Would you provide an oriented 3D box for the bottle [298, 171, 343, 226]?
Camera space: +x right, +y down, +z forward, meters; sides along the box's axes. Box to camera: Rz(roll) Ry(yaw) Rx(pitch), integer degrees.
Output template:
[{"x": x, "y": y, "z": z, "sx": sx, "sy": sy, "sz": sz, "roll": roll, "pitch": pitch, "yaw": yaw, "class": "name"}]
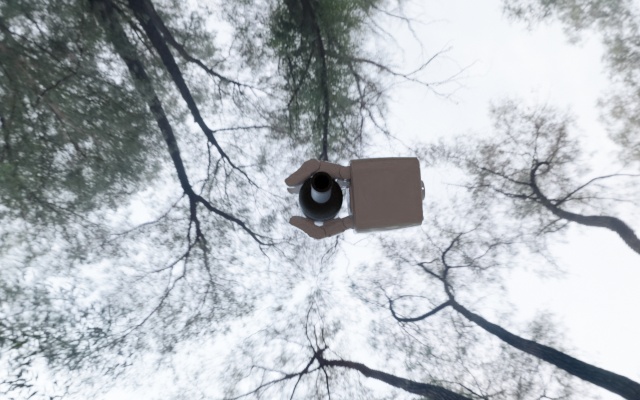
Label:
[{"x": 0.000, "y": 0.002, "z": 0.740, "sx": 0.069, "sy": 0.069, "sz": 0.296, "roll": 0, "pitch": -10, "yaw": -1, "class": "bottle"}]
